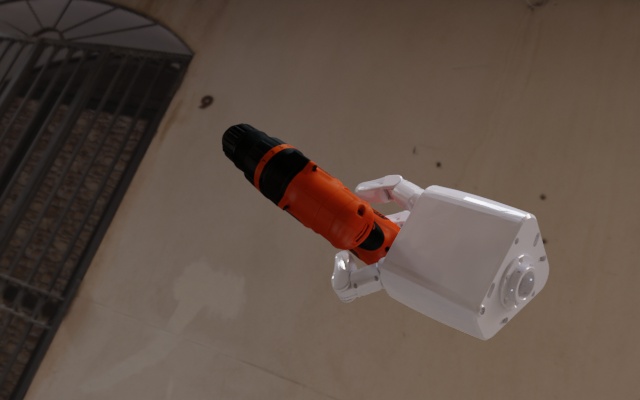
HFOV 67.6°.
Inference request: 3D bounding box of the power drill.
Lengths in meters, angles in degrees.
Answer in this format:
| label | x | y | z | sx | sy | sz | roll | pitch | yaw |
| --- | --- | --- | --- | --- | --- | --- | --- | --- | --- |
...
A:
| label | x | y | z | sx | sy | sz | roll | pitch | yaw |
| --- | --- | --- | --- | --- | --- | --- | --- | --- | --- |
| power drill | 0.000 | 0.002 | 0.490 | 0.184 | 0.057 | 0.188 | 39 | 3 | 32 |
